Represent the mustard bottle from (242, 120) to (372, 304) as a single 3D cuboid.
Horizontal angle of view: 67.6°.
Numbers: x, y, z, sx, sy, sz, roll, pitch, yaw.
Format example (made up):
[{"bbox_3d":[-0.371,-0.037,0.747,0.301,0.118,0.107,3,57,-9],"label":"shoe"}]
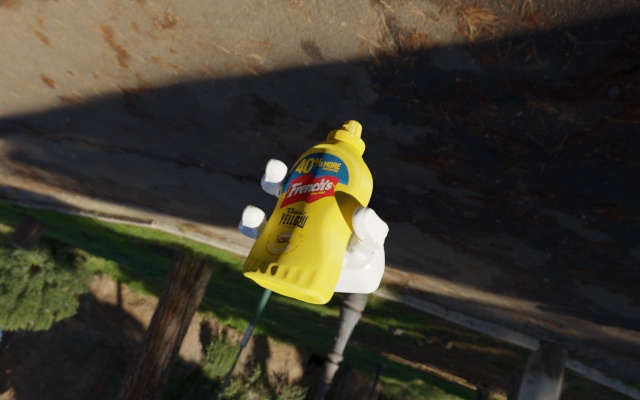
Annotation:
[{"bbox_3d":[0.000,0.002,0.479,0.096,0.191,0.058,6,-26,41],"label":"mustard bottle"}]
